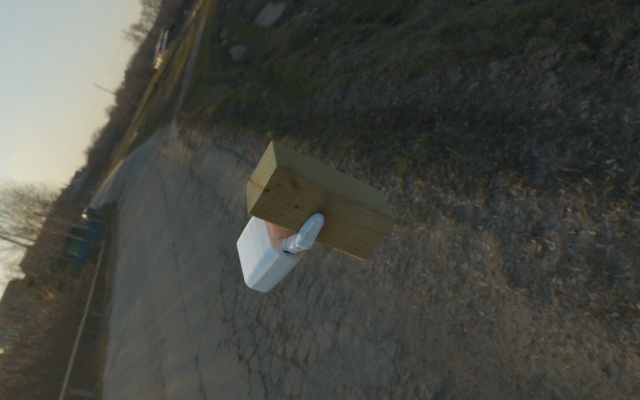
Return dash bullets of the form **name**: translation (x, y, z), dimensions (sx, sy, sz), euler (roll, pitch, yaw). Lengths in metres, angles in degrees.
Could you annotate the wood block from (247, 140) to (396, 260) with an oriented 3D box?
- **wood block**: translation (0.000, 0.003, 0.734), dimensions (0.206, 0.090, 0.090), euler (23, 25, -23)
